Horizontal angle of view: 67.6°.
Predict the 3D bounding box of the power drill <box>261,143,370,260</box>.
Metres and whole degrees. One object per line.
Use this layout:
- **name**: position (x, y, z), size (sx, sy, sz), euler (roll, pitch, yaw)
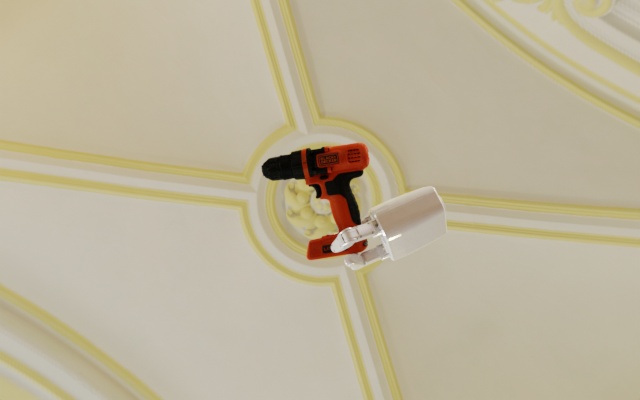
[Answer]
- **power drill**: position (0.000, 0.003, 0.807), size (0.184, 0.187, 0.057), euler (-9, 1, 8)
